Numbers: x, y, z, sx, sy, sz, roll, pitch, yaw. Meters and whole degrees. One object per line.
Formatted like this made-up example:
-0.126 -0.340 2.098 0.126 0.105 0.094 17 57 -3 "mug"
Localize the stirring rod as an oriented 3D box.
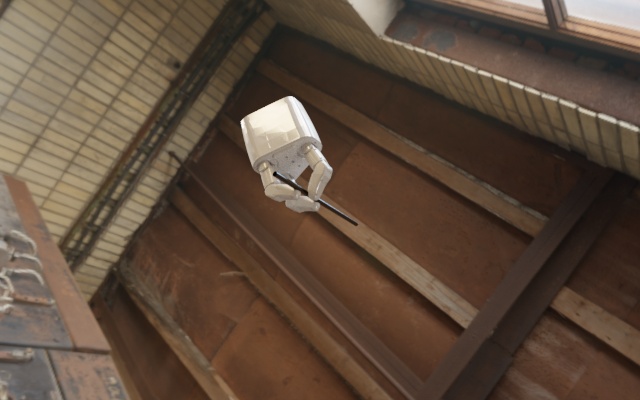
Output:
0.000 0.002 0.766 0.011 0.011 0.240 0 -19 35 "stirring rod"
